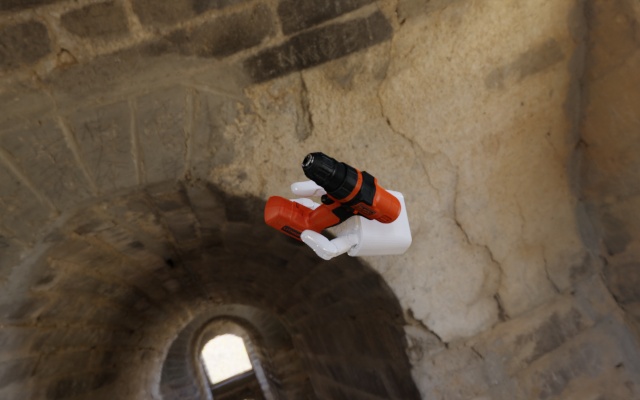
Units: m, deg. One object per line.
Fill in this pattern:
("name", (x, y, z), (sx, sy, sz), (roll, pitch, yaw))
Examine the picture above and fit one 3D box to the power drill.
("power drill", (0.000, 0.003, 0.724), (0.184, 0.057, 0.188), (30, -34, -34))
